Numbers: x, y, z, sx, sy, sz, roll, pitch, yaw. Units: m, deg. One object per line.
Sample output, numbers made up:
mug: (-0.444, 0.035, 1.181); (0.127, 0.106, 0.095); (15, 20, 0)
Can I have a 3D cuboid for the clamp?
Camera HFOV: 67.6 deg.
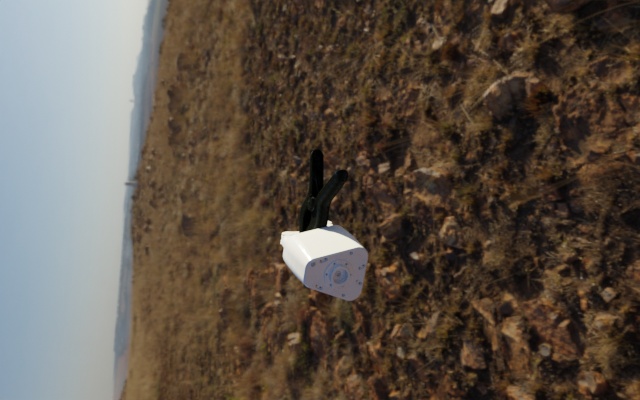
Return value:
clamp: (-0.001, 0.003, 0.836); (0.039, 0.171, 0.120); (5, 13, -22)
